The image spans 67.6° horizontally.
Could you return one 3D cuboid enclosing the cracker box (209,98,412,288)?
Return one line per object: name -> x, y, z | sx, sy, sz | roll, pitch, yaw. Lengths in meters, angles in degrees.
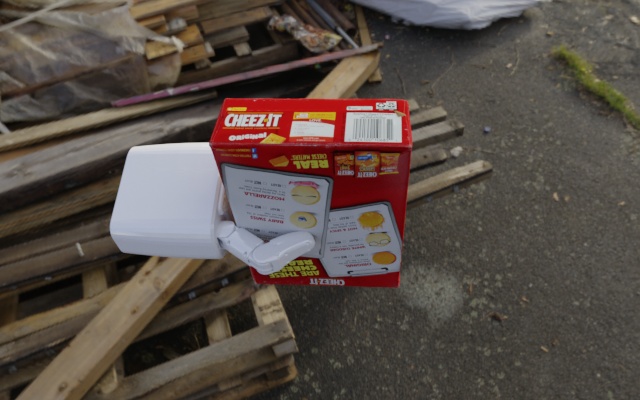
cracker box -> 0.000, 0.002, 0.472 | 0.164, 0.072, 0.214 | 1, -40, 6
